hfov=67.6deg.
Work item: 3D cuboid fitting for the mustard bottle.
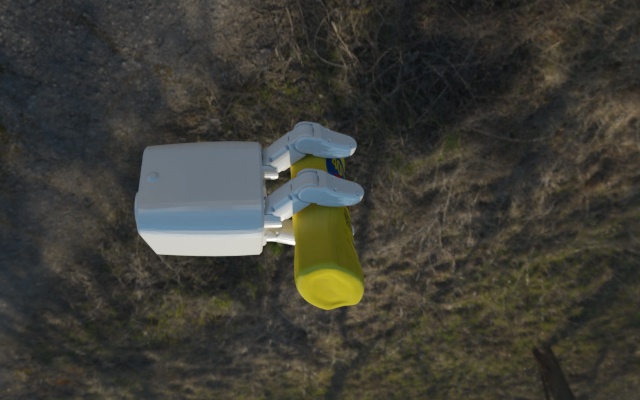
[{"bbox_3d":[0.000,0.002,0.469,0.058,0.191,0.096,-14,-35,11],"label":"mustard bottle"}]
